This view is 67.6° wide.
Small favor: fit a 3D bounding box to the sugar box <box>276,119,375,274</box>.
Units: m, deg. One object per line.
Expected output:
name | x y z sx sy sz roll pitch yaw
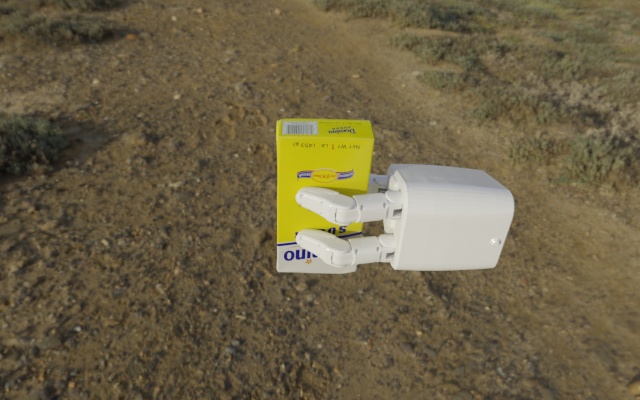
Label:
sugar box | 0.000 0.002 0.502 0.093 0.176 0.048 1 35 -3
